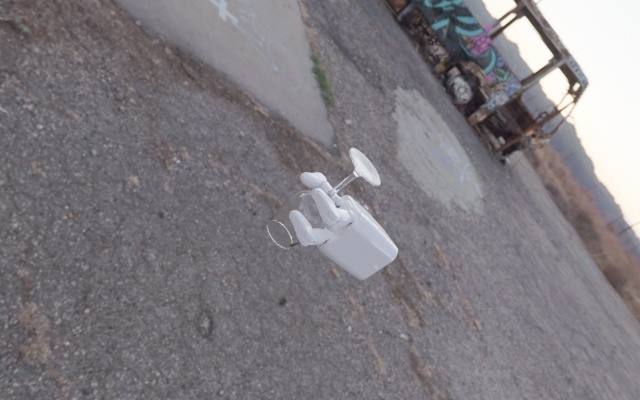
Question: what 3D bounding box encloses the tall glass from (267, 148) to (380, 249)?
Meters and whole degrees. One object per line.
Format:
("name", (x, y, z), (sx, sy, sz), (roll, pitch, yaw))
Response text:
("tall glass", (0.001, 0.002, 0.799), (0.201, 0.079, 0.079), (-38, -18, 24))
